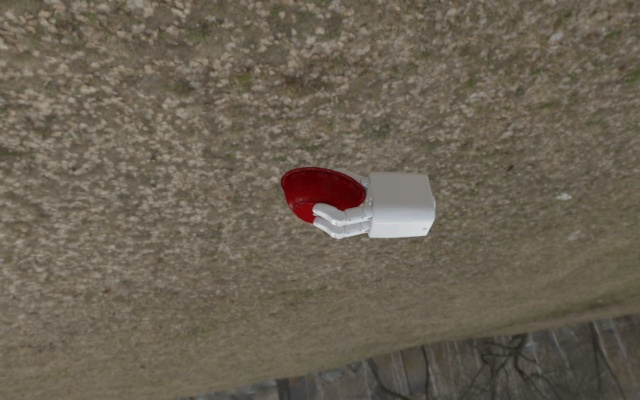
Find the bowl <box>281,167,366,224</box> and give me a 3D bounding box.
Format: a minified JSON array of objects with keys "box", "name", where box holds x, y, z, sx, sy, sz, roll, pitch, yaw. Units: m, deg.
[{"box":[-0.001,0.003,0.876,0.162,0.055,0.162,10,-26,5],"name":"bowl"}]
